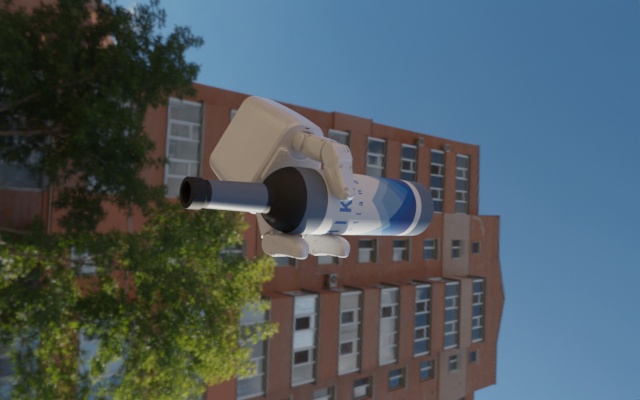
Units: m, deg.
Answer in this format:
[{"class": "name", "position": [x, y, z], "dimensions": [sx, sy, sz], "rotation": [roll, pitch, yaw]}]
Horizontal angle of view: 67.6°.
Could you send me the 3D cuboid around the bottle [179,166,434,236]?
[{"class": "bottle", "position": [0.000, 0.002, 0.492], "dimensions": [0.296, 0.069, 0.069], "rotation": [4, -3, -40]}]
